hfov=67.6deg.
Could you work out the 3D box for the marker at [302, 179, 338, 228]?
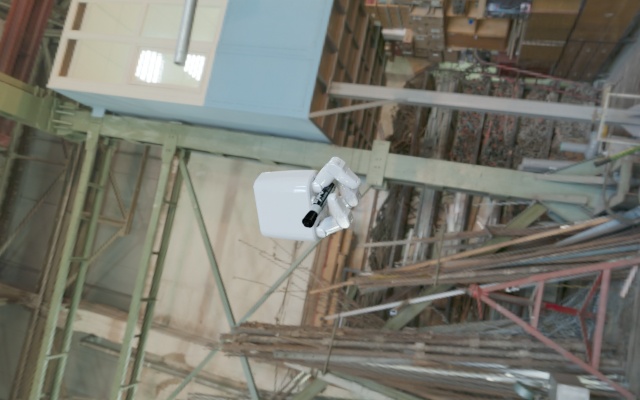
[{"bbox_3d":[0.000,0.002,0.737,0.020,0.020,0.121,0,34,25],"label":"marker"}]
